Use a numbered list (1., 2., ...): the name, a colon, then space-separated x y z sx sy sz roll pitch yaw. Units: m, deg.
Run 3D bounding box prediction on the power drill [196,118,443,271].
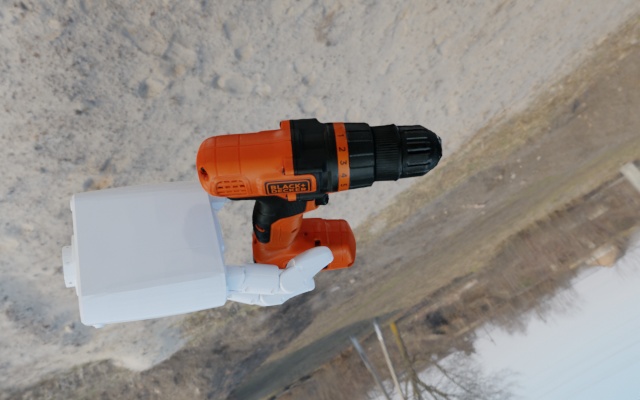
1. power drill: 0.000 0.002 0.420 0.184 0.057 0.188 -3 -32 -2
